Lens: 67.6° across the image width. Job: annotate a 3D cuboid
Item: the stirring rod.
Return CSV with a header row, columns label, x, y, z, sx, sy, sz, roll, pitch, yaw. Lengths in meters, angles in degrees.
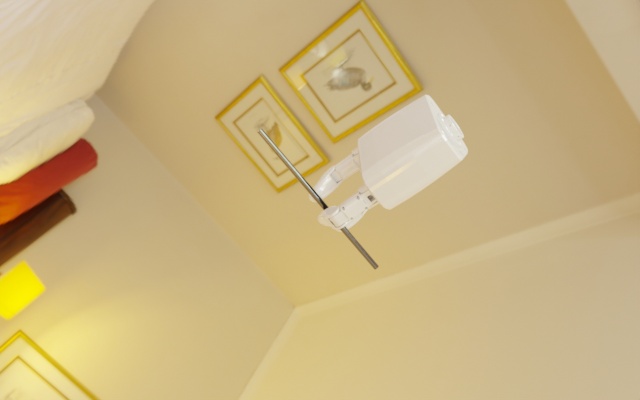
label,x,y,z,sx,sy,sz,roll,pitch,yaw
stirring rod,0.000,0.002,0.621,0.011,0.239,0.011,-38,14,11
